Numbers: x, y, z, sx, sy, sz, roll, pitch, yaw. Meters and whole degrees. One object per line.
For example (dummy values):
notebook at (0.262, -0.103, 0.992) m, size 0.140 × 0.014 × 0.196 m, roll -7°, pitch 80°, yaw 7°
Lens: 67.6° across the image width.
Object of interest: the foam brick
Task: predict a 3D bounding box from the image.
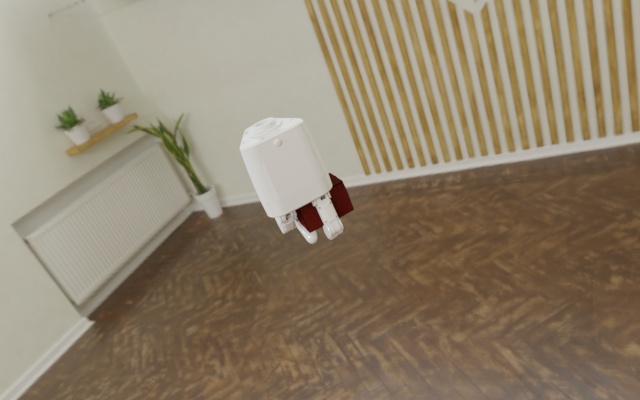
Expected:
foam brick at (0.000, 0.002, 0.706) m, size 0.078 × 0.051 × 0.053 m, roll -27°, pitch 24°, yaw -11°
